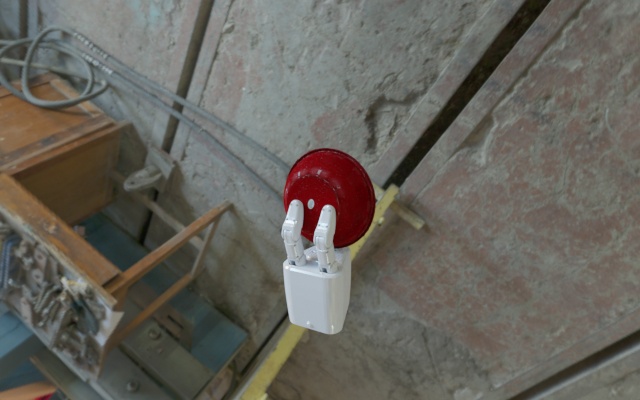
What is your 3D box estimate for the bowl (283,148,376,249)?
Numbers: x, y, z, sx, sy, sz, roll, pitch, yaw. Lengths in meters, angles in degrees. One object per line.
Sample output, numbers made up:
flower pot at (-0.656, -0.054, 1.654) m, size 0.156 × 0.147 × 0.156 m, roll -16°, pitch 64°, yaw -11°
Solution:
bowl at (0.000, 0.001, 0.730) m, size 0.162 × 0.162 × 0.055 m, roll 0°, pitch 10°, yaw 29°
